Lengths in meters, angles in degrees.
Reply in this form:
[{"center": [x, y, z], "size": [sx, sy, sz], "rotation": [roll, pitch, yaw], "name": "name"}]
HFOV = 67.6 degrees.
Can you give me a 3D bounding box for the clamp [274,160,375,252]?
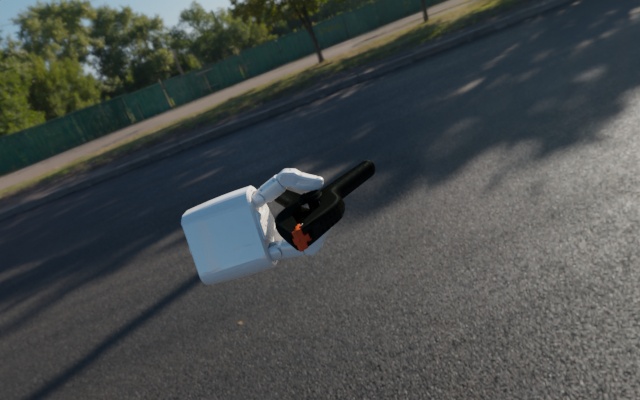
[{"center": [0.000, 0.002, 0.645], "size": [0.164, 0.036, 0.210], "rotation": [-19, 19, 9], "name": "clamp"}]
